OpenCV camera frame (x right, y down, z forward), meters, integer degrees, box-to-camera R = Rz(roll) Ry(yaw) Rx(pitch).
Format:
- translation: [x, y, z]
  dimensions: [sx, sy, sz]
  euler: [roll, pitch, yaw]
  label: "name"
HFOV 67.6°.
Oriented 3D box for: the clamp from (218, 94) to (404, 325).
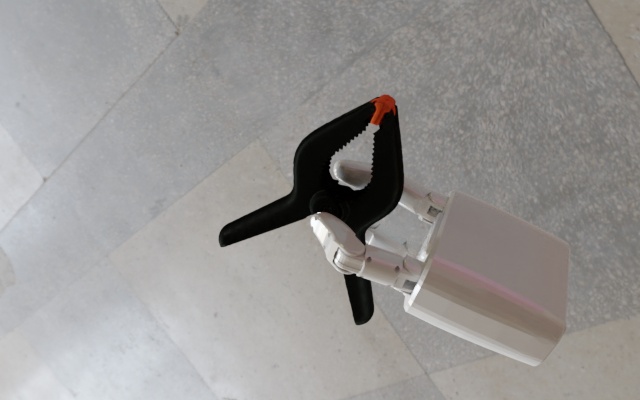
- translation: [0.000, 0.001, 0.412]
  dimensions: [0.164, 0.210, 0.036]
  euler: [23, 30, 6]
  label: "clamp"
